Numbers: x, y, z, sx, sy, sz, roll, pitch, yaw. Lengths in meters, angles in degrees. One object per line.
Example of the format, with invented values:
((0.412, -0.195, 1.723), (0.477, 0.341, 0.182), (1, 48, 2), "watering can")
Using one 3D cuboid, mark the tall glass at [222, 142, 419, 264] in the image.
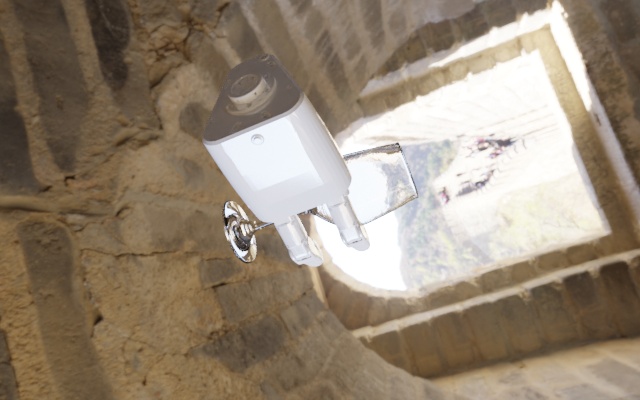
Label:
((-0.001, 0.002, 0.514), (0.201, 0.079, 0.079), (-20, -4, 12), "tall glass")
